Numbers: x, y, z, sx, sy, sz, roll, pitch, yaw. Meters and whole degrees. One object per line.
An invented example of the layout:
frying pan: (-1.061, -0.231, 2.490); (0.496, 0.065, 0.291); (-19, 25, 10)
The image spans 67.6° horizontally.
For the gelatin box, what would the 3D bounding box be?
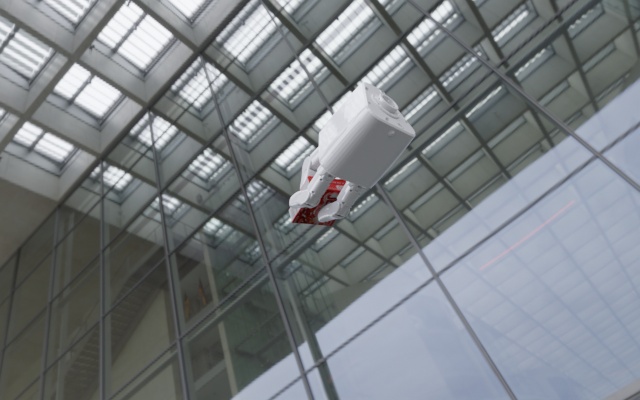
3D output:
gelatin box: (0.000, 0.002, 0.757); (0.073, 0.030, 0.089); (6, -42, -26)
